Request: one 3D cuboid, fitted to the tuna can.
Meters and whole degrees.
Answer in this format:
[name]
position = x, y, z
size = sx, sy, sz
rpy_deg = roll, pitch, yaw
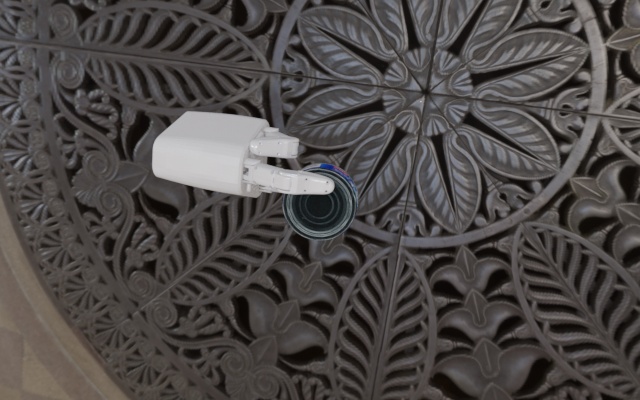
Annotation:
[tuna can]
position = 0.000, 0.002, 0.543
size = 0.086, 0.086, 0.033
rpy_deg = 0, 13, 6
